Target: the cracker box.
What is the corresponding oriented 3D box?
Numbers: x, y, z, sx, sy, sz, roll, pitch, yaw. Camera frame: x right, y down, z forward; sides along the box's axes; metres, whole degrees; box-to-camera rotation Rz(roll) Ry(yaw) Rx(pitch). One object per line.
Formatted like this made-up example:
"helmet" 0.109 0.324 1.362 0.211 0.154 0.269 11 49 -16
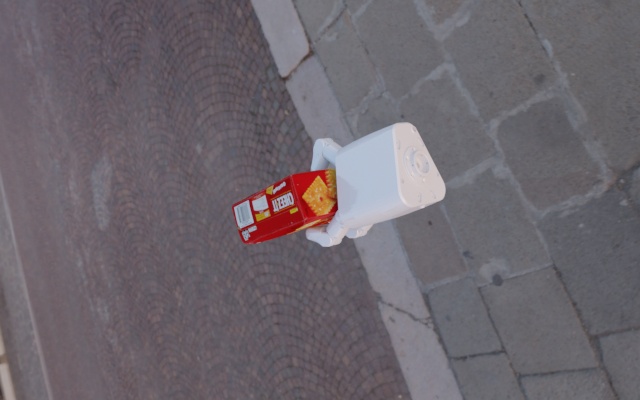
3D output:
"cracker box" 0.000 0.002 0.728 0.213 0.072 0.164 -11 -8 -41
